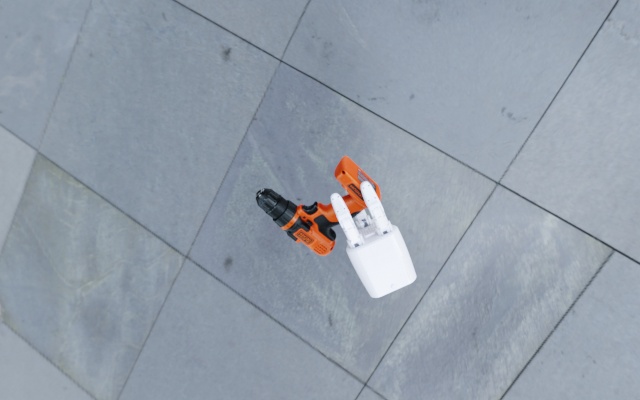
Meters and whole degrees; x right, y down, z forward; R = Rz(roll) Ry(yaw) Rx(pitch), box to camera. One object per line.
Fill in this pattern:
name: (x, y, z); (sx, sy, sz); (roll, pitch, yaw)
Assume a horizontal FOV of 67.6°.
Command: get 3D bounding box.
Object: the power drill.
power drill: (0.001, 0.003, 0.868); (0.184, 0.057, 0.188); (39, -58, -24)
